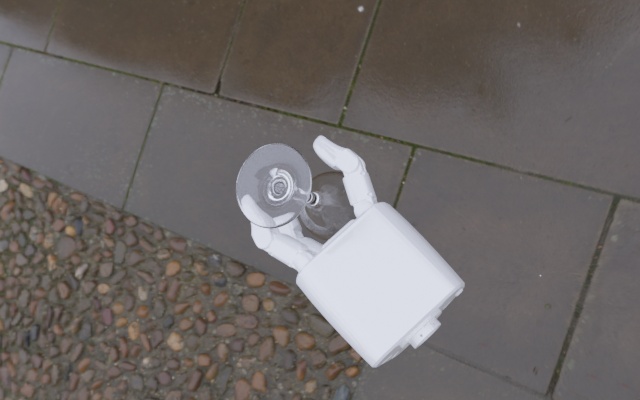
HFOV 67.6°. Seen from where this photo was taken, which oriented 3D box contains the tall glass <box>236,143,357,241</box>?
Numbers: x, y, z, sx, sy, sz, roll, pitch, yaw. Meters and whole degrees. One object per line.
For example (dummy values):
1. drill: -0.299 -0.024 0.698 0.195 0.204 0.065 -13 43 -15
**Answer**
1. tall glass: 0.000 0.001 0.498 0.079 0.079 0.201 0 -8 25
